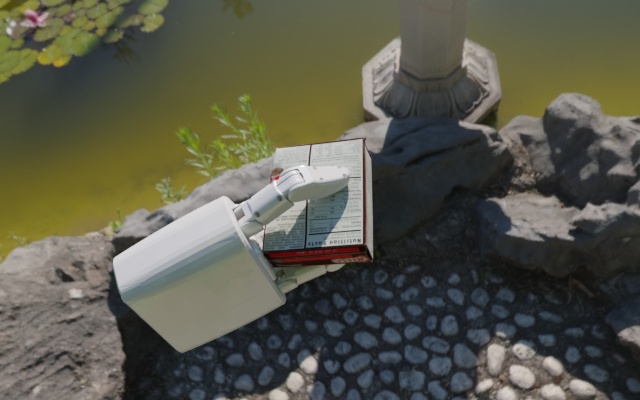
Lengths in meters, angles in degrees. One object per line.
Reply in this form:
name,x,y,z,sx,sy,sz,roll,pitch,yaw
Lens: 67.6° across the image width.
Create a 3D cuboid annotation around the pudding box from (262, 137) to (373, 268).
pudding box,0.000,0.001,0.425,0.090,0.113,0.039,-4,-29,13
